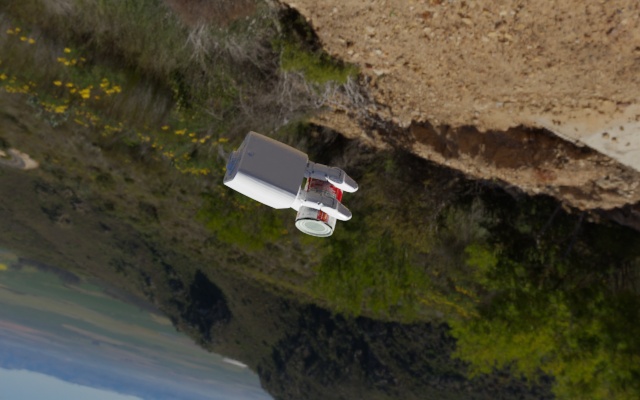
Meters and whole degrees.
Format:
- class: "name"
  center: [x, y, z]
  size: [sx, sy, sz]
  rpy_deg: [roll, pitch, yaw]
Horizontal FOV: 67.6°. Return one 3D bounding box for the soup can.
- class: "soup can"
  center: [0.000, 0.003, 0.829]
  size: [0.068, 0.102, 0.068]
  rpy_deg: [12, -26, 6]
